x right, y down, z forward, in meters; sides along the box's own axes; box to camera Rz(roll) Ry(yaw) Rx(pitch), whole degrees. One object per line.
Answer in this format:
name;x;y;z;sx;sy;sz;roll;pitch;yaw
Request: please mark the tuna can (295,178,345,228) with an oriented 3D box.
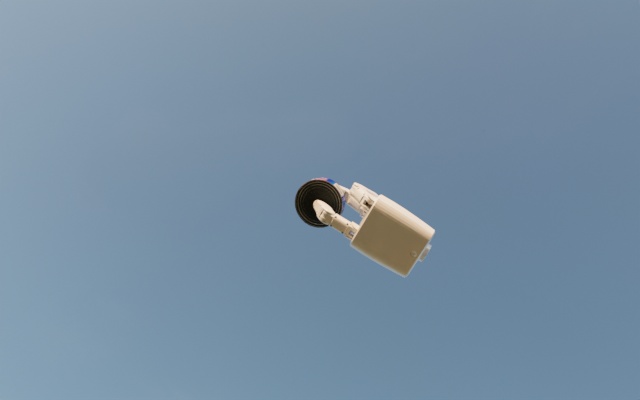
tuna can;0.000;0.003;0.843;0.086;0.086;0.033;0;11;14
